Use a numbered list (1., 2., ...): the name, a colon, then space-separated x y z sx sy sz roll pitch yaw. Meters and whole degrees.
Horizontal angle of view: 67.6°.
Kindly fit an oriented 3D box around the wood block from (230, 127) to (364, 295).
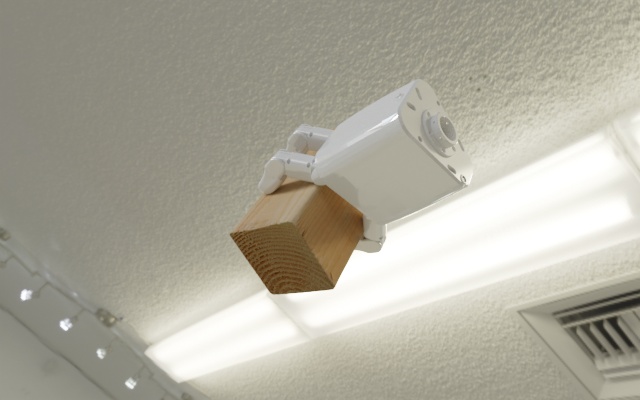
1. wood block: 0.001 0.002 0.552 0.090 0.091 0.206 -13 29 36
